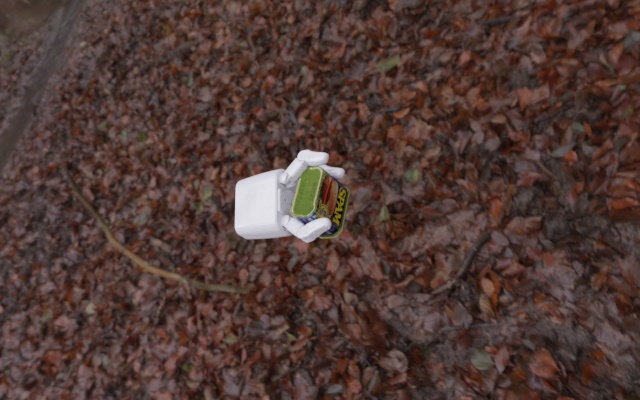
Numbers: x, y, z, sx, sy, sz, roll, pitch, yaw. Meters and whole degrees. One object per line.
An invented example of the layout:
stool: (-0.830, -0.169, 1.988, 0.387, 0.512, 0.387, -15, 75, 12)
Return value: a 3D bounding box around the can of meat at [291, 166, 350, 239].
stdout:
can of meat: (0.000, 0.003, 0.826, 0.057, 0.102, 0.084, -6, -31, 37)
